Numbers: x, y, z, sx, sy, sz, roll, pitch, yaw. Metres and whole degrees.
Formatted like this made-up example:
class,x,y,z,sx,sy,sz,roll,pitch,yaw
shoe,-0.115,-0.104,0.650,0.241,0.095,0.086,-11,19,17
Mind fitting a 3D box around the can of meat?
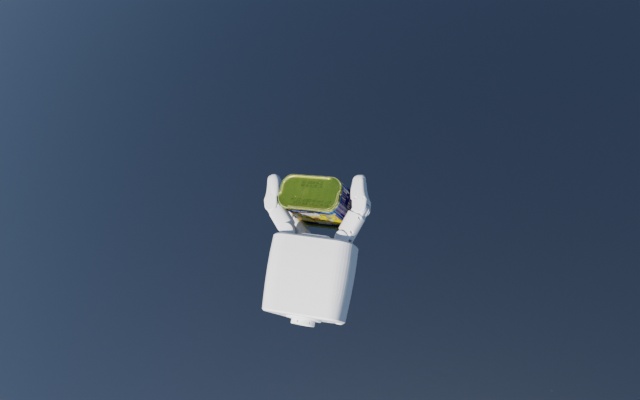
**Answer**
class,x,y,z,sx,sy,sz,roll,pitch,yaw
can of meat,0.000,0.002,0.693,0.102,0.057,0.084,5,-17,27
